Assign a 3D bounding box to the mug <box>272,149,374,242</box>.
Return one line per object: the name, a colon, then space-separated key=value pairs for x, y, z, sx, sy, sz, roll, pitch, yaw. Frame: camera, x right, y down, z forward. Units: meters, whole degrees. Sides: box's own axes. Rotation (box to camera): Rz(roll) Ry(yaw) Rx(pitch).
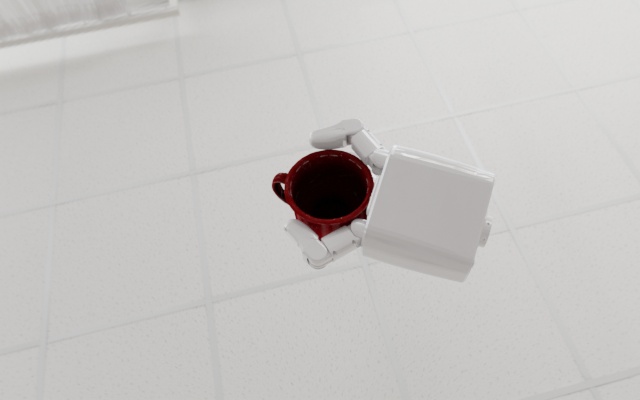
mug: x=-0.001 y=0.002 z=0.528 sx=0.117 sy=0.093 sz=0.082 roll=16 pitch=-29 yaw=14
